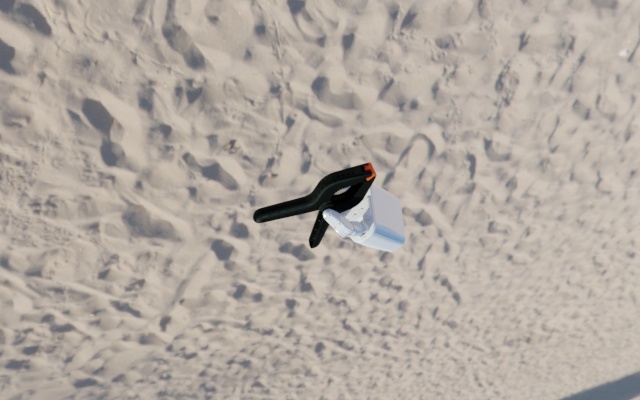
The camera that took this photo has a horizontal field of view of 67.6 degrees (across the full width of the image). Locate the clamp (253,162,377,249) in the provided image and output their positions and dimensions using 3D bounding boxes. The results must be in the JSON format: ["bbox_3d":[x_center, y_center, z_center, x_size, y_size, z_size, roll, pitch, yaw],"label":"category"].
[{"bbox_3d":[0.001,0.003,0.806,0.164,0.036,0.210,22,-53,-43],"label":"clamp"}]
